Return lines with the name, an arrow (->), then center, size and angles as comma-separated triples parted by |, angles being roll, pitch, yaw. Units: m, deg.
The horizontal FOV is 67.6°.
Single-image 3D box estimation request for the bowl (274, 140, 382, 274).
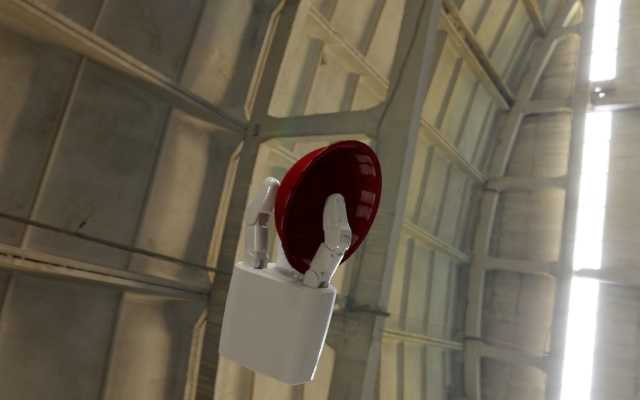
bowl -> 0.000, 0.000, 0.550 | 0.055, 0.162, 0.162 | 26, 17, 39
